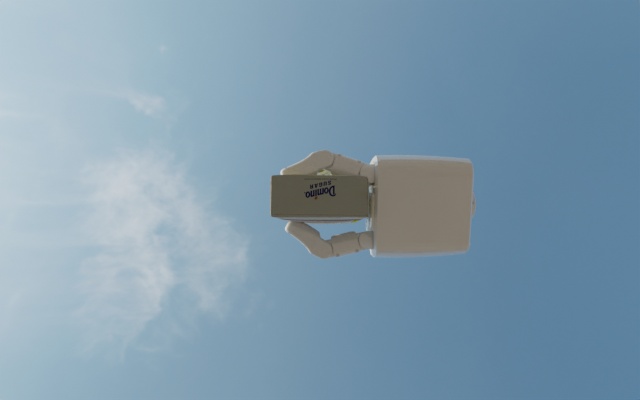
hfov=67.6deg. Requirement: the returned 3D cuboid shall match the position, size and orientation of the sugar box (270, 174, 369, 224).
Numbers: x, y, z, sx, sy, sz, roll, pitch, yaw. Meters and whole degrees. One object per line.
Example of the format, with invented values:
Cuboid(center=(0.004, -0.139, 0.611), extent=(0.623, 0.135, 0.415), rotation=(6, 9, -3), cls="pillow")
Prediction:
Cuboid(center=(0.000, 0.001, 0.524), extent=(0.093, 0.048, 0.176), rotation=(0, -6, 0), cls="sugar box")
